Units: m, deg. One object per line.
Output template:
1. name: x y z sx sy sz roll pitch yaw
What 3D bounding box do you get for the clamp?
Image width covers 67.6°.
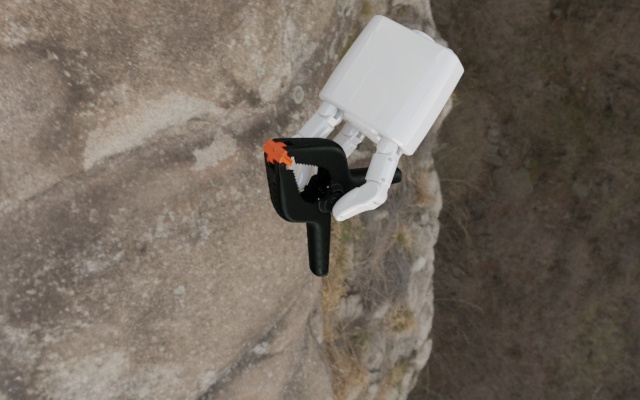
1. clamp: 0.000 0.002 0.515 0.036 0.164 0.210 36 5 36
